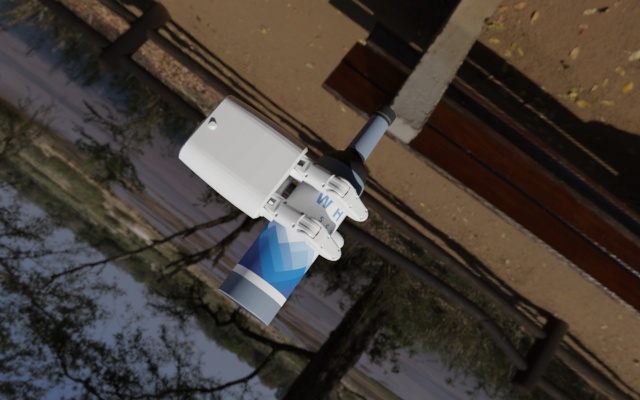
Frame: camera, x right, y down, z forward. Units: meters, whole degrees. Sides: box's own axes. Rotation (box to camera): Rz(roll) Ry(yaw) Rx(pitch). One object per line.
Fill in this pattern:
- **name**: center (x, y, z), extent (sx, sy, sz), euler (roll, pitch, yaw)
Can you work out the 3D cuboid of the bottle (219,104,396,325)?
- **bottle**: center (0.000, 0.002, 0.556), extent (0.069, 0.295, 0.069), euler (33, -17, 12)
